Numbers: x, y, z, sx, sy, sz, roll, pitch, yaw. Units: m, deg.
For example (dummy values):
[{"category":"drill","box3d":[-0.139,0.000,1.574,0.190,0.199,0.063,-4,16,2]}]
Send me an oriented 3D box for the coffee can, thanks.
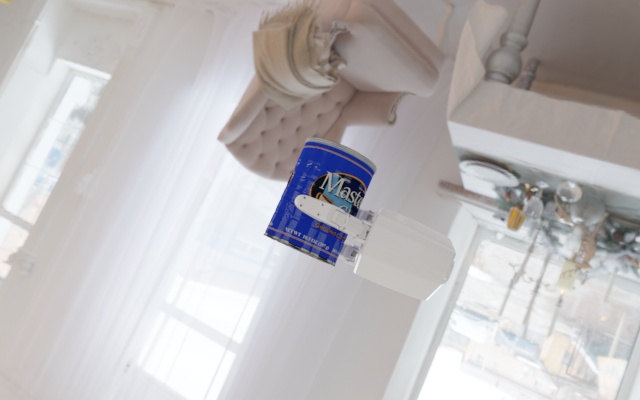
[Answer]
[{"category":"coffee can","box3d":[0.000,0.002,0.628,0.103,0.140,0.103,24,-7,3]}]
